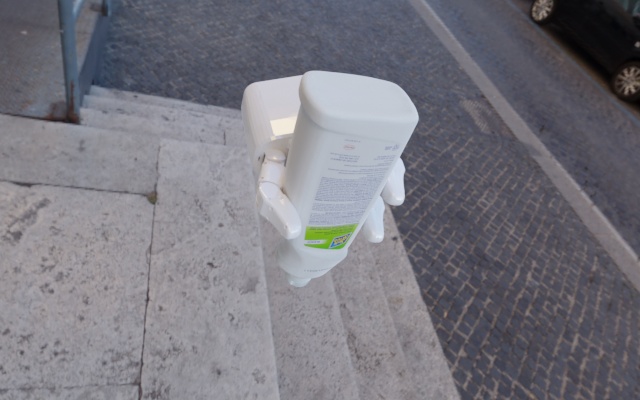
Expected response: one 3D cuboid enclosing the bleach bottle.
[{"bbox_3d":[0.000,0.002,0.468,0.102,0.068,0.251,1,-44,-22],"label":"bleach bottle"}]
